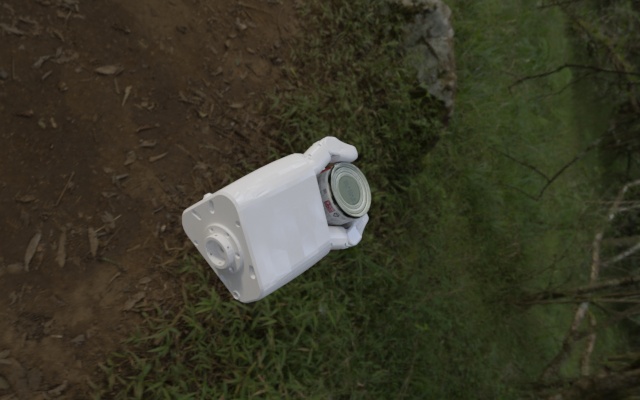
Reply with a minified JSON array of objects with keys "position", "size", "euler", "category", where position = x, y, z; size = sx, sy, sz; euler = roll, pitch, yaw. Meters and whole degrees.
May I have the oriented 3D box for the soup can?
[{"position":[0.001,0.002,0.563],"size":[0.068,0.068,0.102],"euler":[0,-17,-45],"category":"soup can"}]
